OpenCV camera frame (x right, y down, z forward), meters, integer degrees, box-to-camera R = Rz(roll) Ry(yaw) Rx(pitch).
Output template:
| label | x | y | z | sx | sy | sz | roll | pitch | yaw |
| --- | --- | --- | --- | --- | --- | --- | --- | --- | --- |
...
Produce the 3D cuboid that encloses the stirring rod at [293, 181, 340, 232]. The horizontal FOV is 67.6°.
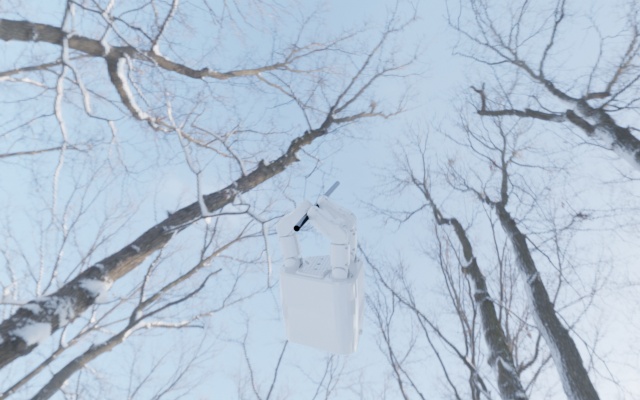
| label | x | y | z | sx | sy | sz | roll | pitch | yaw |
| --- | --- | --- | --- | --- | --- | --- | --- | --- | --- |
| stirring rod | 0.000 | 0.002 | 0.664 | 0.011 | 0.011 | 0.239 | 0 | 15 | 14 |
